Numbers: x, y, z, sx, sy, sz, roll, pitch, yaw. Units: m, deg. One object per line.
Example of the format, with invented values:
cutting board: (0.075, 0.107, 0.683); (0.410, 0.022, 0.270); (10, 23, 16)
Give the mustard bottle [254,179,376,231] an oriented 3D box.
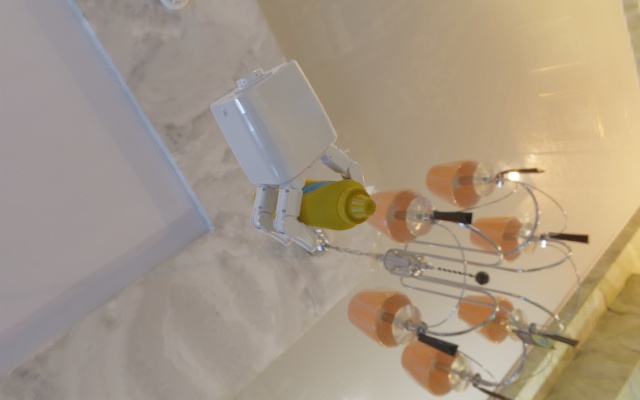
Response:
mustard bottle: (0.000, 0.002, 0.586); (0.096, 0.058, 0.191); (-11, 9, -33)
